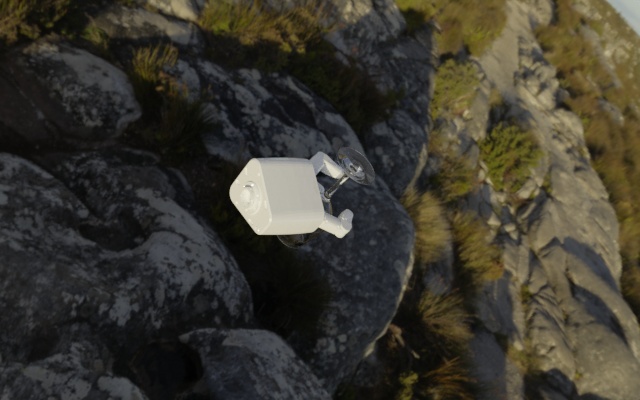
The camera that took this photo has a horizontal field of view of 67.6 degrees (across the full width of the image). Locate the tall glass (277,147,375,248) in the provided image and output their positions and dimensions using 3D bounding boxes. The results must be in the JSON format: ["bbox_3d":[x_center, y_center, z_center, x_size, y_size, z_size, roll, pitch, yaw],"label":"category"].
[{"bbox_3d":[0.001,0.002,0.805,0.079,0.079,0.201,0,-36,-43],"label":"tall glass"}]
